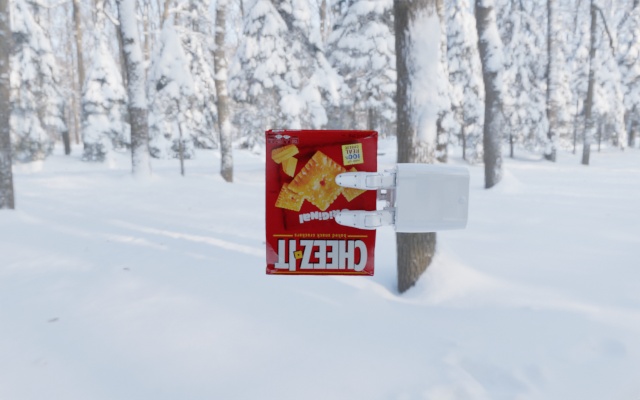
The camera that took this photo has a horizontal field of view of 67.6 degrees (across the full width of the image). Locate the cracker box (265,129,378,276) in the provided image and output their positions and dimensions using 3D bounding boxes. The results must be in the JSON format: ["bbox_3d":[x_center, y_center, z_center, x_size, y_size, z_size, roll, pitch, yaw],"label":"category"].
[{"bbox_3d":[0.000,0.002,0.711,0.164,0.214,0.072,1,7,0],"label":"cracker box"}]
